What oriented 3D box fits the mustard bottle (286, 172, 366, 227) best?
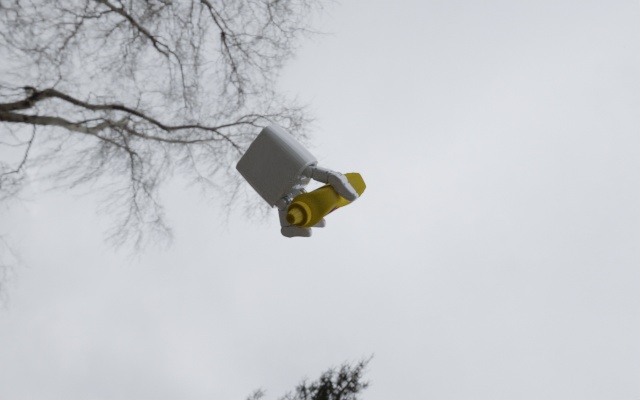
[{"bbox_3d":[0.000,0.003,0.839,0.096,0.058,0.191,-26,1,35],"label":"mustard bottle"}]
